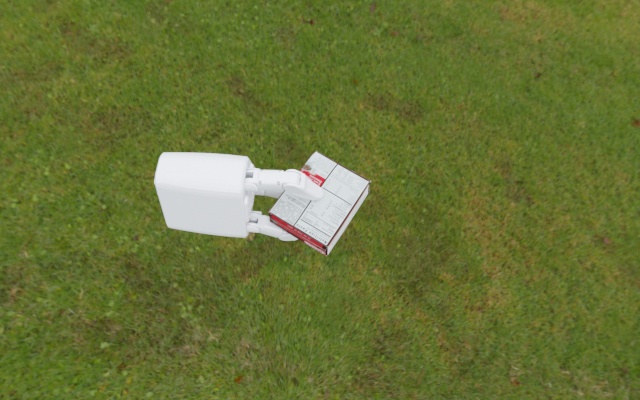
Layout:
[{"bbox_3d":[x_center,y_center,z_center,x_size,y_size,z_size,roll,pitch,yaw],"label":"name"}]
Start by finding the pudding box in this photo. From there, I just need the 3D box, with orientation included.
[{"bbox_3d":[0.000,0.002,0.621,0.090,0.113,0.039,31,-20,11],"label":"pudding box"}]
